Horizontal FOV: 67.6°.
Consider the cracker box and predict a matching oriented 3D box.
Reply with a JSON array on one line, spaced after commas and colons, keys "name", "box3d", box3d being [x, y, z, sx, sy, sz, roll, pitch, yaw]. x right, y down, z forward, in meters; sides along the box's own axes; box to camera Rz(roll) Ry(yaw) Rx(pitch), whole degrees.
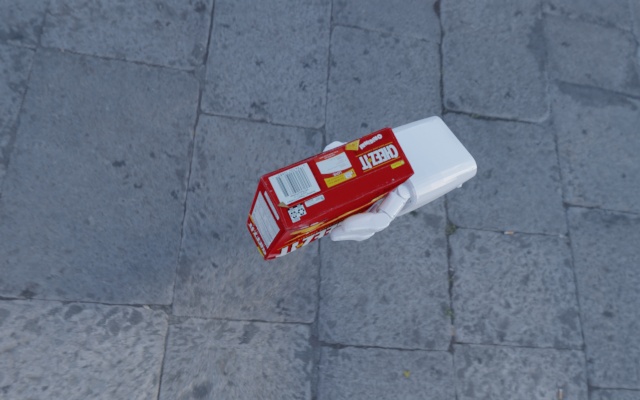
[{"name": "cracker box", "box3d": [0.000, 0.002, 0.607, 0.164, 0.072, 0.214, -23, -10, -18]}]
